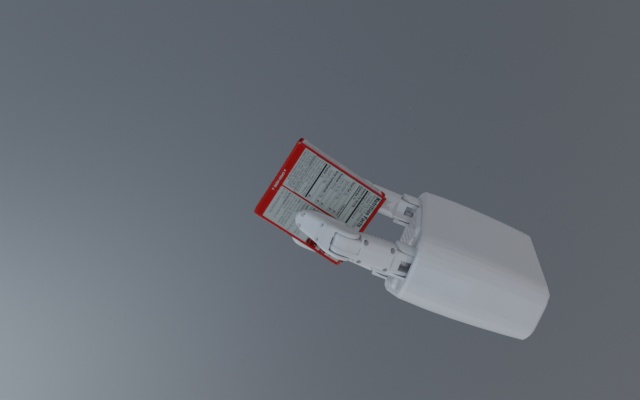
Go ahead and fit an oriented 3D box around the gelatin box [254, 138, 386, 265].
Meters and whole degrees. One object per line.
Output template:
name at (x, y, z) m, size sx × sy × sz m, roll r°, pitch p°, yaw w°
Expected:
gelatin box at (0.000, 0.001, 0.409) m, size 0.089 × 0.073 × 0.030 m, roll 33°, pitch 13°, yaw -5°
